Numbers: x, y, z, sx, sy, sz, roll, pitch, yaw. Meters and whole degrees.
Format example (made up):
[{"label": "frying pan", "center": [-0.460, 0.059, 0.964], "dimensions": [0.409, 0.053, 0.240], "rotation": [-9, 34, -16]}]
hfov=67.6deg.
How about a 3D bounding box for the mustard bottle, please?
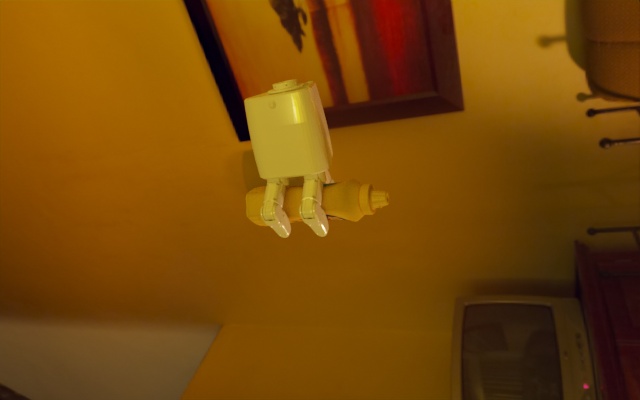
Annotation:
[{"label": "mustard bottle", "center": [0.000, 0.003, 0.663], "dimensions": [0.191, 0.058, 0.096], "rotation": [-4, -5, 23]}]
